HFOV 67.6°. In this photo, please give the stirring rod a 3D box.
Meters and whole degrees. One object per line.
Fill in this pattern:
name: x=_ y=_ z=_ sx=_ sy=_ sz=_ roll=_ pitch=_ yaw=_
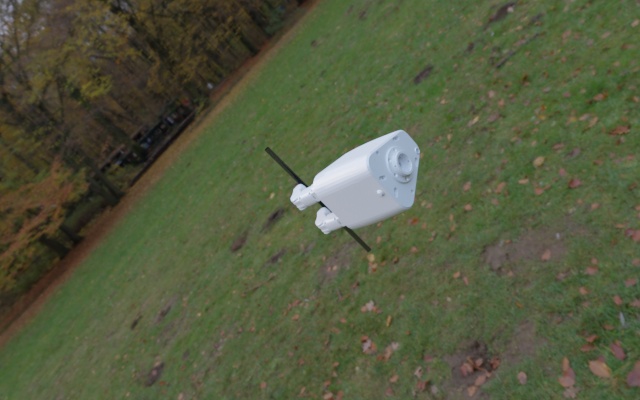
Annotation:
stirring rod: x=0.000 y=0.002 z=0.753 sx=0.239 sy=0.011 sz=0.011 roll=45 pitch=-18 yaw=-19
